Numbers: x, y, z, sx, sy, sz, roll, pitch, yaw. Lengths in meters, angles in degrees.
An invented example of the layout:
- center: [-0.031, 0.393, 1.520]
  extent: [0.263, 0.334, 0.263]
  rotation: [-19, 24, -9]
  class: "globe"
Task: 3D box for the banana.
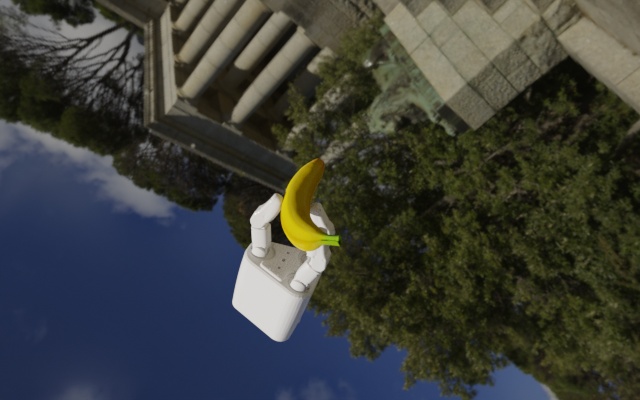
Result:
- center: [-0.018, 0.007, 0.620]
  extent: [0.069, 0.037, 0.197]
  rotation: [-9, 35, -2]
  class: "banana"
